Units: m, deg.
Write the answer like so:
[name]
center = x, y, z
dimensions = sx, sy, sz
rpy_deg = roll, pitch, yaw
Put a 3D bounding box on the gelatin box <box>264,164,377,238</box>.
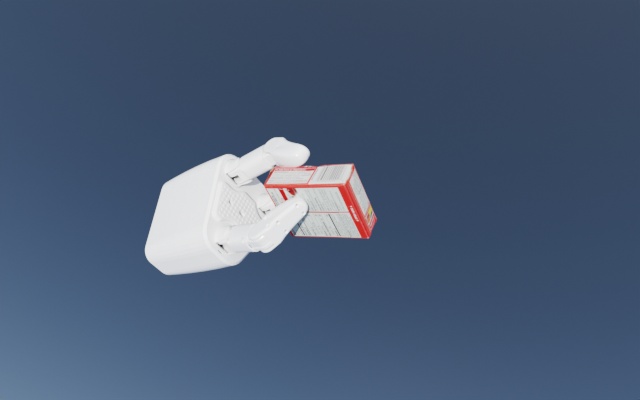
[gelatin box]
center = 0.000, 0.002, 0.455
dimensions = 0.089, 0.030, 0.073
rpy_deg = 0, -44, 29
